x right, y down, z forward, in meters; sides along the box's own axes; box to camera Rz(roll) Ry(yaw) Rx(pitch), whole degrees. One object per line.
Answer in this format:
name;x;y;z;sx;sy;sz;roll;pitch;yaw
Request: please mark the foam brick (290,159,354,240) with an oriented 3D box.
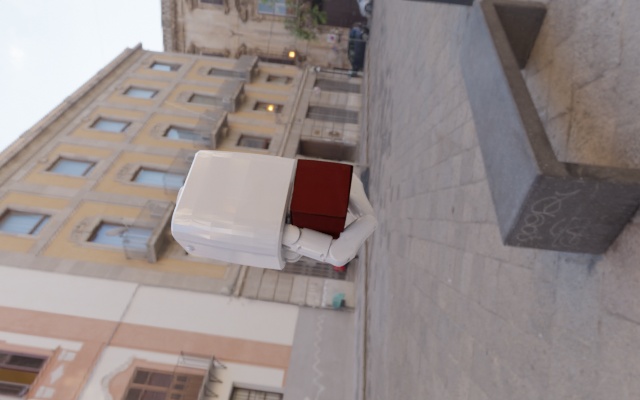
foam brick;0.000;0.001;0.453;0.051;0.053;0.078;8;-20;1
